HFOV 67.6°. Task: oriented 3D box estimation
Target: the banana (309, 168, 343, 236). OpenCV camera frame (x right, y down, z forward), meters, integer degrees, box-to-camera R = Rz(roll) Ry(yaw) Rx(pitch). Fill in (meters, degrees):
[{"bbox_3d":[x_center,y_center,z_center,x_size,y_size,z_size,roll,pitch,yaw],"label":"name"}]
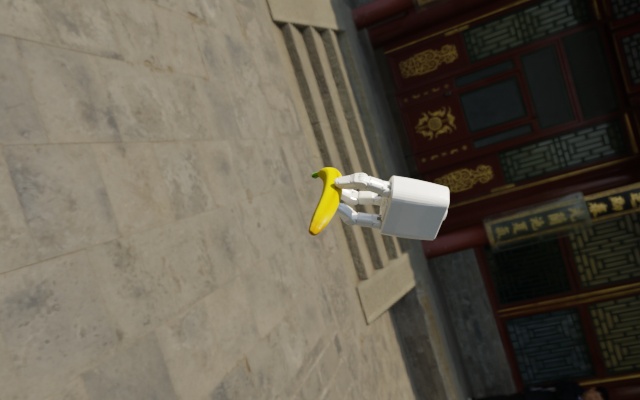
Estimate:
[{"bbox_3d":[0.012,-0.011,0.886,0.037,0.070,0.197,36,28,-19],"label":"banana"}]
